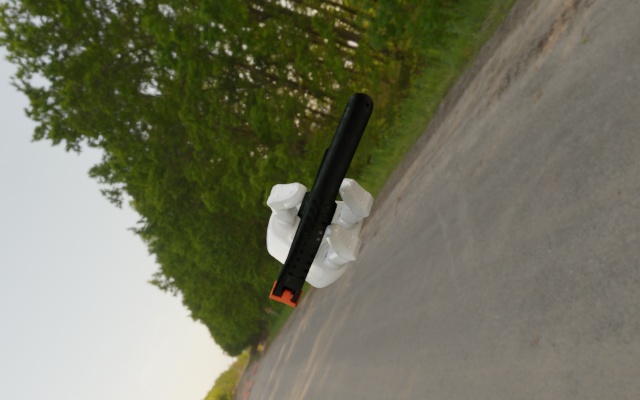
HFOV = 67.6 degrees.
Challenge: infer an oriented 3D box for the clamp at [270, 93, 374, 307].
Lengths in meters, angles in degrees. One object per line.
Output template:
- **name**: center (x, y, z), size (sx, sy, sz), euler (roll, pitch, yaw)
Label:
- **clamp**: center (-0.001, 0.002, 0.486), size (0.036, 0.210, 0.165), euler (21, -23, -2)
